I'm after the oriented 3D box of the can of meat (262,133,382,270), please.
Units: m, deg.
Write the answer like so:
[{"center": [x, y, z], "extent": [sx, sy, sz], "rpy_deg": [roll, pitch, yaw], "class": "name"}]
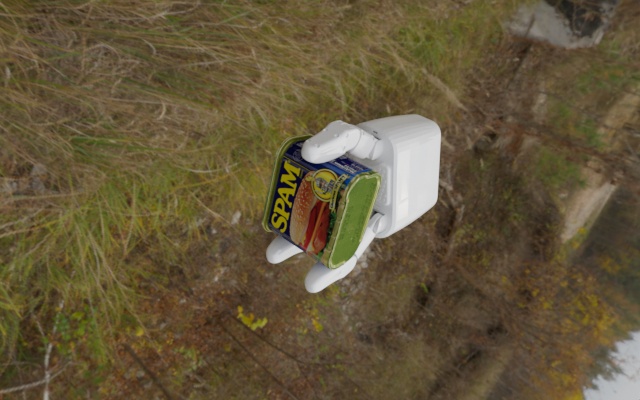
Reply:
[{"center": [0.000, 0.002, 0.442], "extent": [0.084, 0.102, 0.057], "rpy_deg": [31, 29, 29], "class": "can of meat"}]
